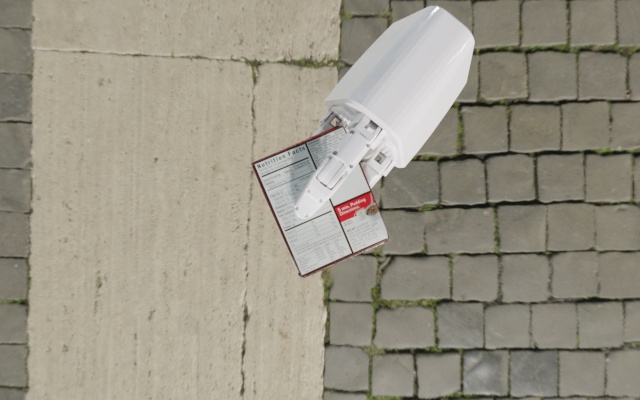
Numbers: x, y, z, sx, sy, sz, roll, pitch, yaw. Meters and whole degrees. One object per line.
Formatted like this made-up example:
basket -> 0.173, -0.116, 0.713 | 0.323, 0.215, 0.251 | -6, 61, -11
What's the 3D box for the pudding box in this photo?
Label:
pudding box -> 0.000, 0.001, 0.428 | 0.090, 0.113, 0.039 | -23, -2, -4
